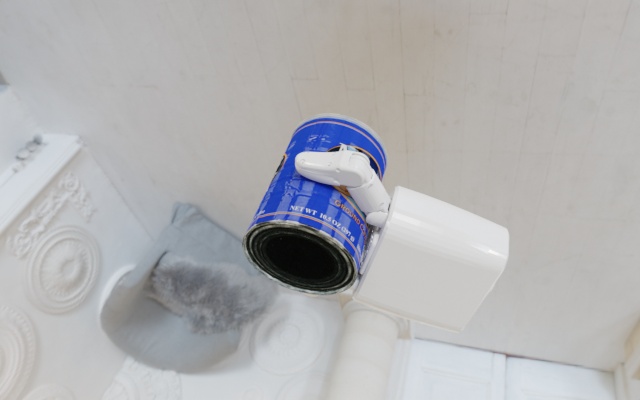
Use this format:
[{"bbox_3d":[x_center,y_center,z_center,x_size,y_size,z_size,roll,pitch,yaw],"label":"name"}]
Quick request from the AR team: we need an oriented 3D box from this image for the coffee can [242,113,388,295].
[{"bbox_3d":[0.000,0.001,0.449,0.103,0.140,0.103,12,-40,10],"label":"coffee can"}]
